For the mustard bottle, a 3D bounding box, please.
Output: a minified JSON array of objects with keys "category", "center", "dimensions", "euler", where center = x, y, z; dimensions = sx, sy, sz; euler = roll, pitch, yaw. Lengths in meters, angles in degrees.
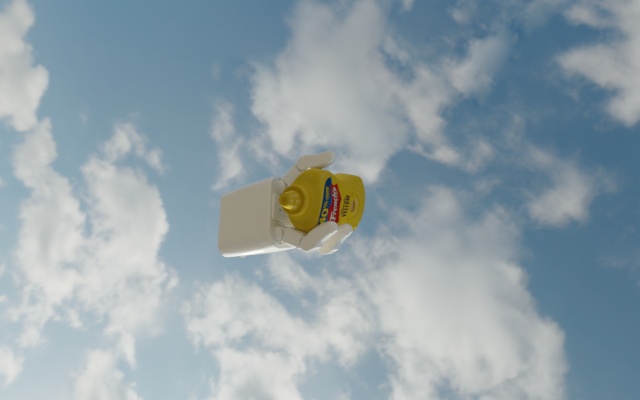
[{"category":"mustard bottle","center":[0.001,0.002,0.702],"dimensions":[0.058,0.096,0.191],"euler":[14,5,30]}]
